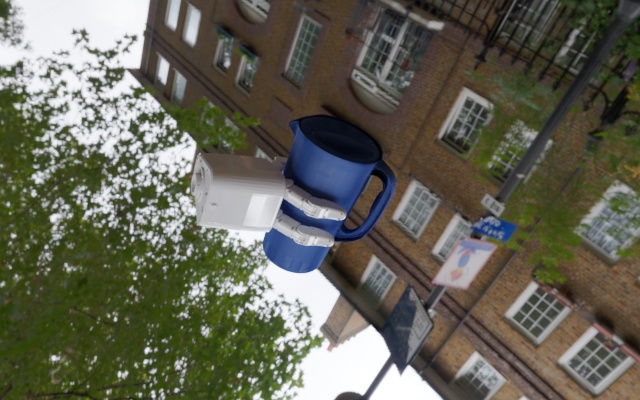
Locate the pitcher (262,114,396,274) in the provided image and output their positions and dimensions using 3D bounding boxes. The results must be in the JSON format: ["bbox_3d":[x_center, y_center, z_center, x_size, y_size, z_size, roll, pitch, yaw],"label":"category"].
[{"bbox_3d":[0.000,0.002,0.751,0.145,0.243,0.149,5,36,-27],"label":"pitcher"}]
